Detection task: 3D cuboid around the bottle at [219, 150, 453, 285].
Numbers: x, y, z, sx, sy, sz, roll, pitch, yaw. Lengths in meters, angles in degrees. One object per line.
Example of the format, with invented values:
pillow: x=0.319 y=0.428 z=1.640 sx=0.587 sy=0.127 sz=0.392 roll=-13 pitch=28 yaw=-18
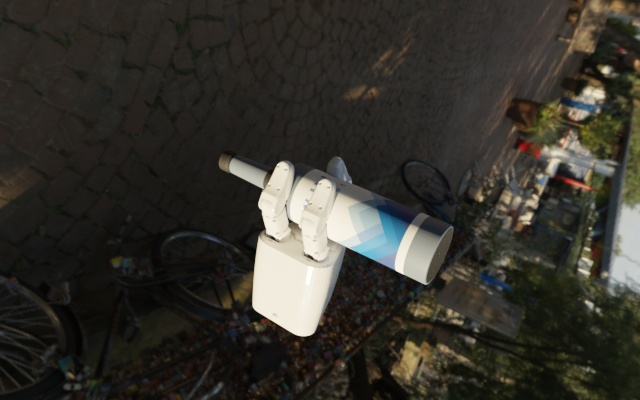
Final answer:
bottle: x=0.000 y=0.002 z=0.549 sx=0.295 sy=0.069 sz=0.069 roll=24 pitch=11 yaw=25
